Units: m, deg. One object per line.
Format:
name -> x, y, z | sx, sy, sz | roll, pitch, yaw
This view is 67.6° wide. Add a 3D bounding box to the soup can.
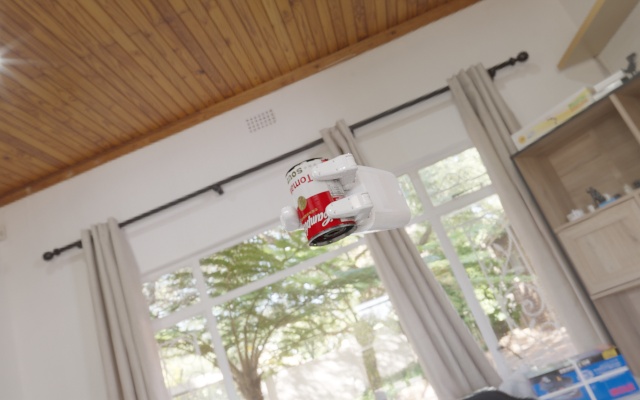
soup can -> 0.000, 0.002, 0.637 | 0.068, 0.102, 0.068 | -19, -18, -6
